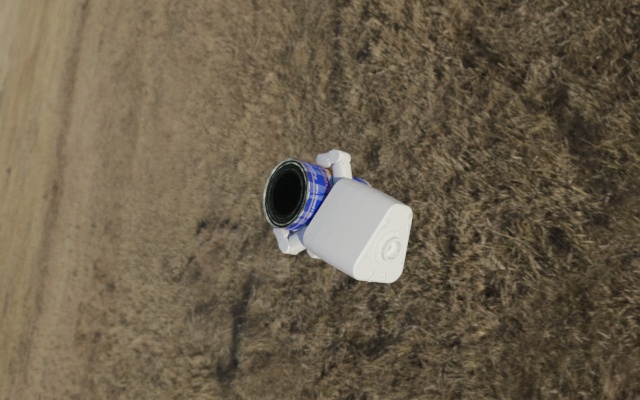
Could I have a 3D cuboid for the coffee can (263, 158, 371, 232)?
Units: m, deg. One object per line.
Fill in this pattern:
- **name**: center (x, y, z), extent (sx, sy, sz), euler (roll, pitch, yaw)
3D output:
- **coffee can**: center (0.000, 0.002, 0.715), extent (0.140, 0.103, 0.103), euler (14, -9, -41)
